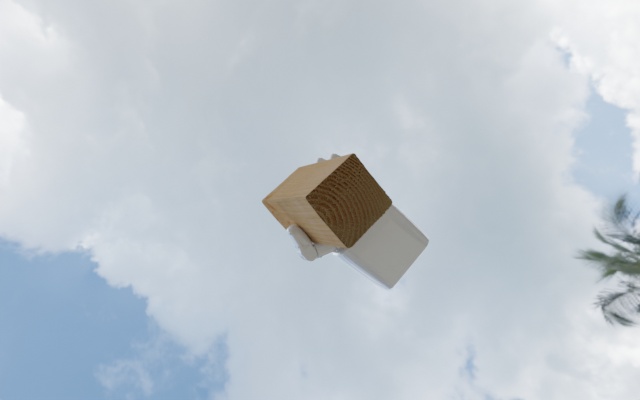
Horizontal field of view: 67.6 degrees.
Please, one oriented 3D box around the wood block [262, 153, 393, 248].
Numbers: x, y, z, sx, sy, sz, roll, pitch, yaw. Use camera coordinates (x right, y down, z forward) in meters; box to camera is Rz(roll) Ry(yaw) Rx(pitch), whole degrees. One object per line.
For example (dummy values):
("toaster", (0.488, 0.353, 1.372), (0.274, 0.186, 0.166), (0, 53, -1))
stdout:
("wood block", (0.000, 0.003, 0.694), (0.091, 0.090, 0.206), (-44, 14, -17))
